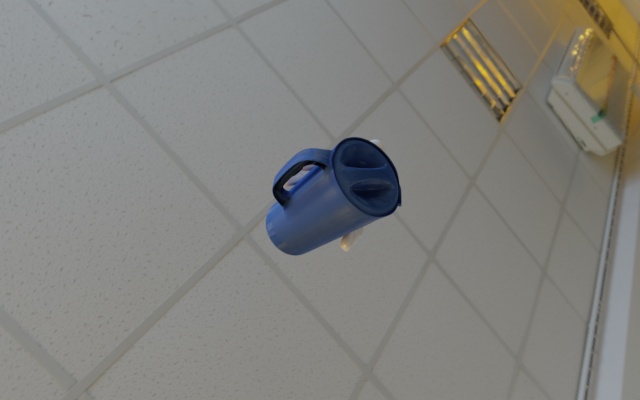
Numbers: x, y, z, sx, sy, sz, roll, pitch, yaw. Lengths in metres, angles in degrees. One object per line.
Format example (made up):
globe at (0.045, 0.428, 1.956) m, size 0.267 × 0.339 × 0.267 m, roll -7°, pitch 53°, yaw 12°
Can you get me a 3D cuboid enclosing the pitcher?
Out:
pitcher at (0.000, 0.003, 0.795) m, size 0.145 × 0.149 × 0.243 m, roll -28°, pitch -5°, yaw -43°
